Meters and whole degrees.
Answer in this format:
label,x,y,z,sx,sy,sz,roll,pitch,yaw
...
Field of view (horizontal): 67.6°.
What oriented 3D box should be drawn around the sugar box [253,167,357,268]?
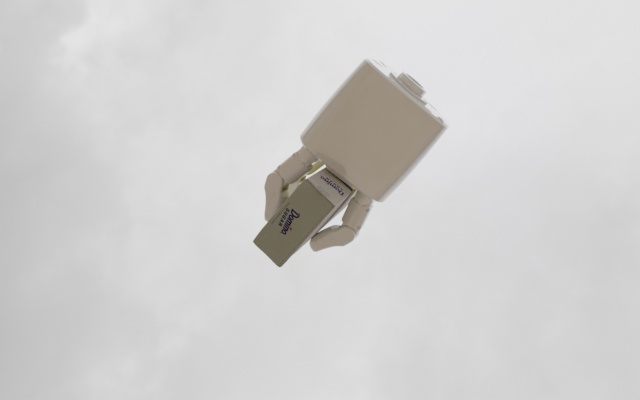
label,x,y,z,sx,sy,sz,roll,pitch,yaw
sugar box,0.000,0.001,0.536,0.048,0.093,0.176,44,23,6
